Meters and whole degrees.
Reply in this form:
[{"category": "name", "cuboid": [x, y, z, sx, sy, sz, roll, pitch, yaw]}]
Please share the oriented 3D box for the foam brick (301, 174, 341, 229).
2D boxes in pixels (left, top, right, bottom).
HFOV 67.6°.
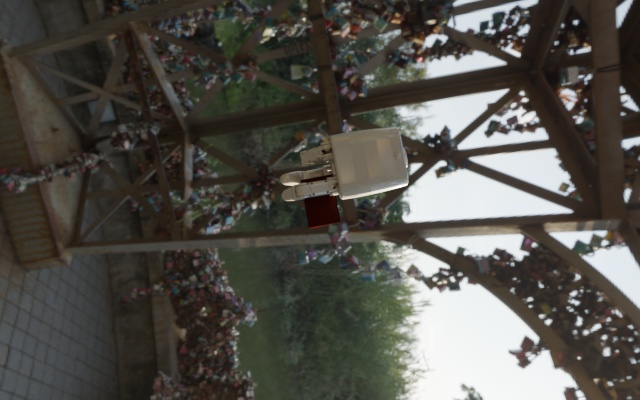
[{"category": "foam brick", "cuboid": [0.000, 0.003, 0.756, 0.051, 0.078, 0.053, -10, -3, -2]}]
